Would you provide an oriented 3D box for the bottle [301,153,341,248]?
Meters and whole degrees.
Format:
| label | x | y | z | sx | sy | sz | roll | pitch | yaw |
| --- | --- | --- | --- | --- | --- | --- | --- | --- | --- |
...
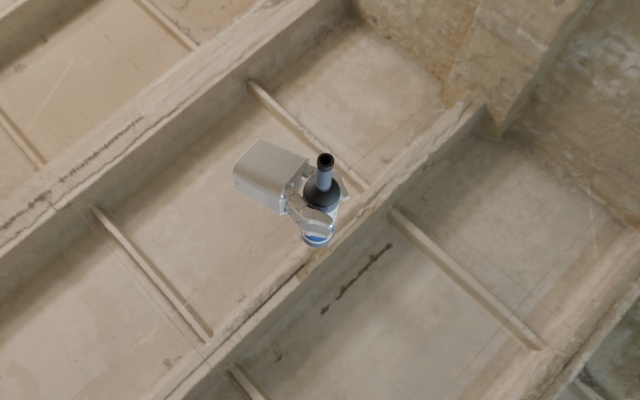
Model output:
| label | x | y | z | sx | sy | sz | roll | pitch | yaw |
| --- | --- | --- | --- | --- | --- | --- | --- | --- | --- |
| bottle | 0.000 | 0.003 | 0.872 | 0.069 | 0.069 | 0.296 | 0 | -27 | -3 |
